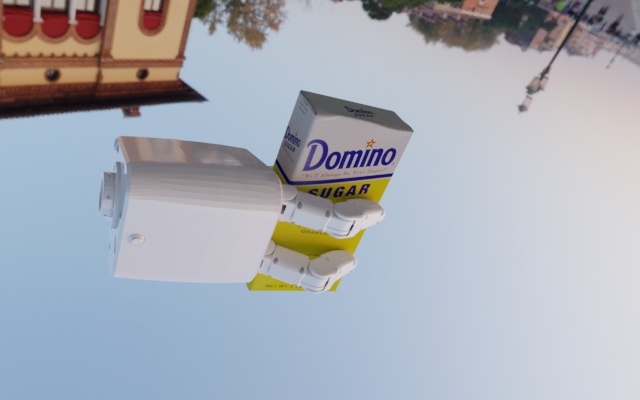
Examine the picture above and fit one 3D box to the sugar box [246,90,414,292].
[{"bbox_3d":[0.000,0.002,0.411,0.093,0.176,0.048,5,35,-29],"label":"sugar box"}]
